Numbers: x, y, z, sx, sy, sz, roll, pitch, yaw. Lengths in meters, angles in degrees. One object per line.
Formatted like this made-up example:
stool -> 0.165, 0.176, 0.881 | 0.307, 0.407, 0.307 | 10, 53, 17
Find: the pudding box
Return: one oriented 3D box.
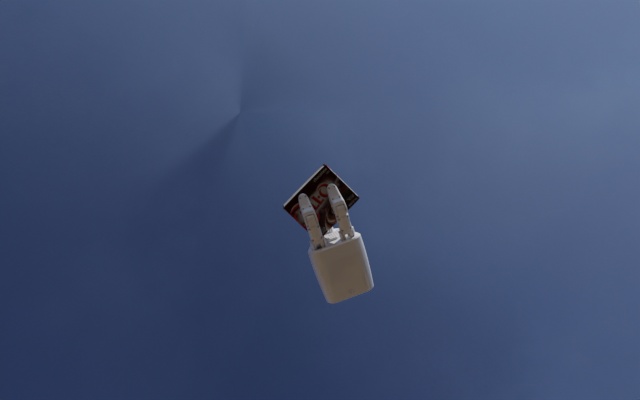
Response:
pudding box -> 0.000, 0.003, 0.876 | 0.090, 0.113, 0.039 | 44, 0, -11
